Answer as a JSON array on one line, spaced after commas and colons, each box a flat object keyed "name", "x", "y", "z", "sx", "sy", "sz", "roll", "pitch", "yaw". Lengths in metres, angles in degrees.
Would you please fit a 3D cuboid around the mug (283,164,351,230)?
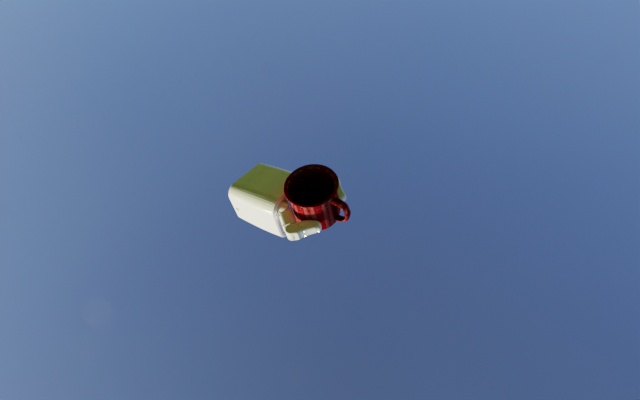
[{"name": "mug", "x": 0.001, "y": 0.003, "z": 0.812, "sx": 0.117, "sy": 0.093, "sz": 0.082, "roll": 22, "pitch": -30, "yaw": 24}]
